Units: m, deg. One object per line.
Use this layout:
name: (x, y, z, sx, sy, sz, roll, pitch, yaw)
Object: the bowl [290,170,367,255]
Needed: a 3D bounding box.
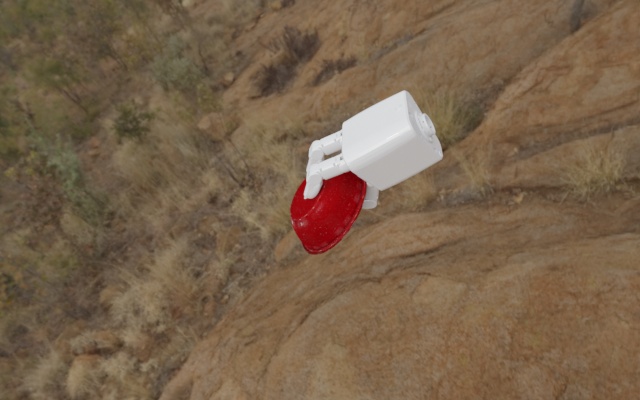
bowl: (-0.001, 0.003, 0.763, 0.055, 0.162, 0.162, 31, -14, -26)
